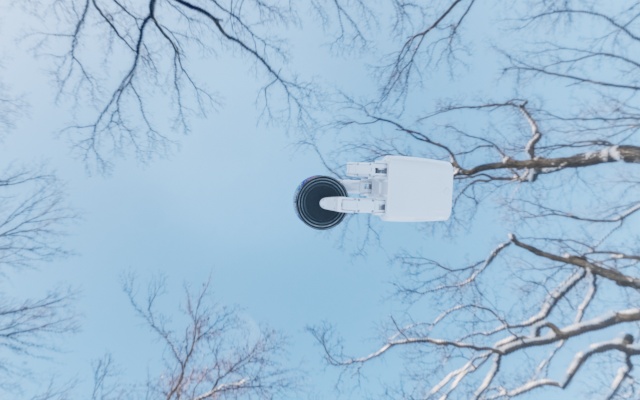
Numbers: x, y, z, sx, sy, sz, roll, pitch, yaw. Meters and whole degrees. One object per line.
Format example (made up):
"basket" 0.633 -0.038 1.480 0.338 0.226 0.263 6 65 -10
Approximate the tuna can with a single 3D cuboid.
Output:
"tuna can" 0.000 0.002 0.757 0.086 0.086 0.033 0 6 -14
